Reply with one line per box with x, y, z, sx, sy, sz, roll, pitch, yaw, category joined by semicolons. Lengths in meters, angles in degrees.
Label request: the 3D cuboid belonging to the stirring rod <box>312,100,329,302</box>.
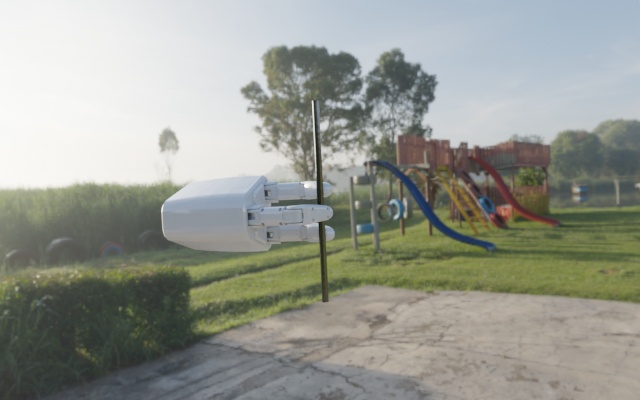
0.000;0.002;0.571;0.011;0.239;0.011;-3;2;0;stirring rod
